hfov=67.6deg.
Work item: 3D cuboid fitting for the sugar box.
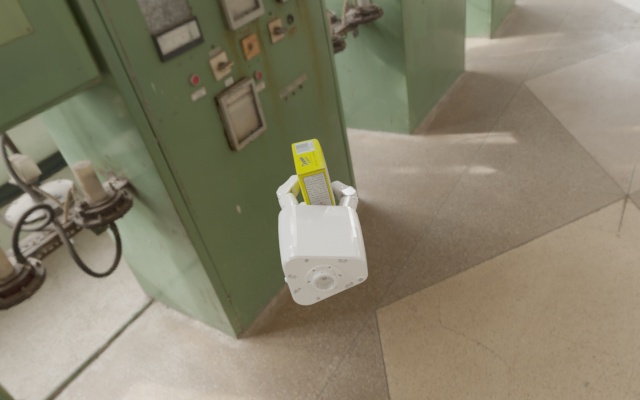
[{"bbox_3d":[0.000,0.003,0.740,0.048,0.176,0.093,-13,36,0],"label":"sugar box"}]
